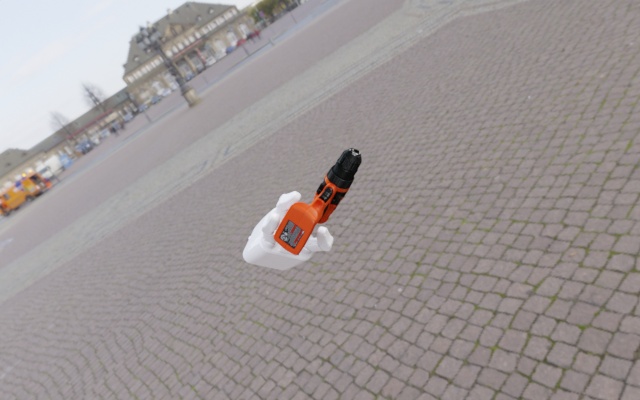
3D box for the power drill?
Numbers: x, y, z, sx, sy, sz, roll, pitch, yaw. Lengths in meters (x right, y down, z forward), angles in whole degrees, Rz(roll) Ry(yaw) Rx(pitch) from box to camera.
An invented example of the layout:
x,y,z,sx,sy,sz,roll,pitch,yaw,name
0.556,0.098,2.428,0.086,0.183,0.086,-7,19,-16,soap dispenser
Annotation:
x,y,z,sx,sy,sz,roll,pitch,yaw,name
0.000,0.003,0.873,0.057,0.184,0.187,35,37,9,power drill
